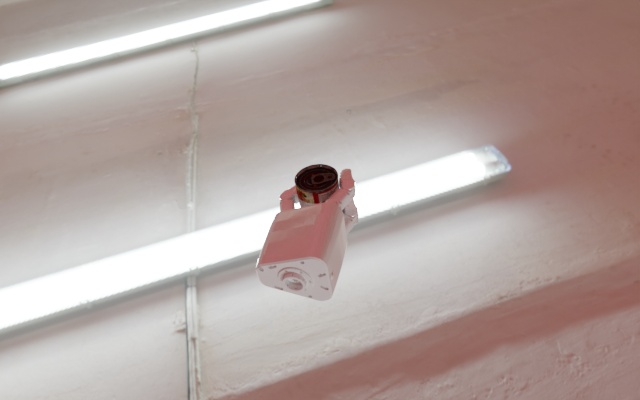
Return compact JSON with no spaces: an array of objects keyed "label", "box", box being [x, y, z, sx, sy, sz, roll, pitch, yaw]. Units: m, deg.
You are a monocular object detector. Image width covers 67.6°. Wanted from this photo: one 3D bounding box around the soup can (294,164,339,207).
[{"label":"soup can","box":[0.000,0.002,0.762,0.068,0.102,0.068,-6,40,5]}]
